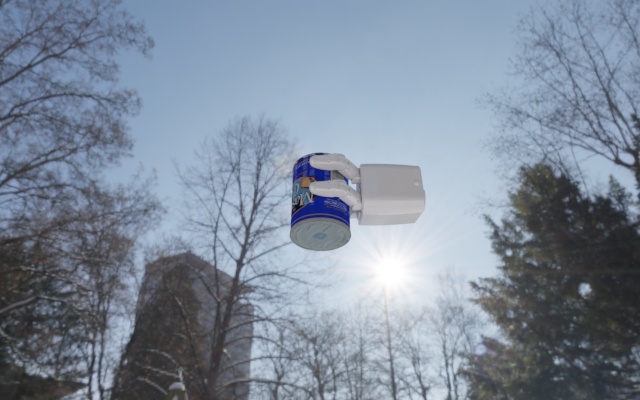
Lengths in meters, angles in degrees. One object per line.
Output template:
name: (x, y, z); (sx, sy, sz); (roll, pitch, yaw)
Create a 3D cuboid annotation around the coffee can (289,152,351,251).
coffee can: (0.000, 0.003, 0.829); (0.103, 0.140, 0.103); (0, -34, 0)
